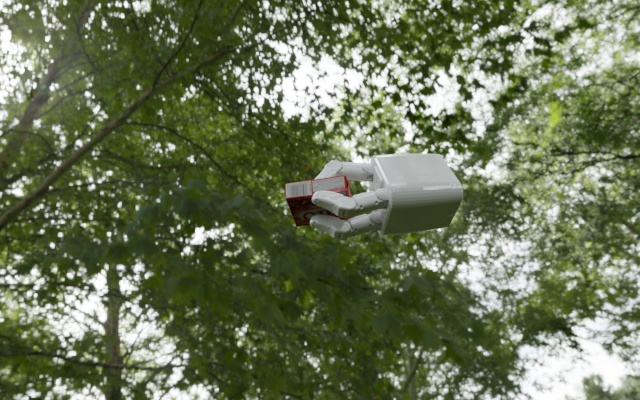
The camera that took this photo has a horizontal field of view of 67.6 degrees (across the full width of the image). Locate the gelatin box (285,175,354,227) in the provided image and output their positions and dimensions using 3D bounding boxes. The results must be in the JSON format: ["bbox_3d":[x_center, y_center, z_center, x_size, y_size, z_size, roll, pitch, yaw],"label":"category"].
[{"bbox_3d":[0.000,0.002,0.684,0.089,0.030,0.073,-8,-36,5],"label":"gelatin box"}]
